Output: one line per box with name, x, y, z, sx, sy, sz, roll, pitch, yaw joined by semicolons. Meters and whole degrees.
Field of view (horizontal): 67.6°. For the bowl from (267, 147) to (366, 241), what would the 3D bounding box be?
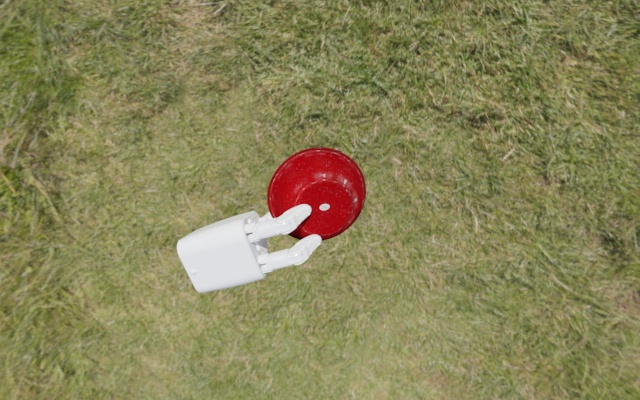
bowl;0.001;0.002;0.739;0.162;0.162;0.055;0;22;-12
